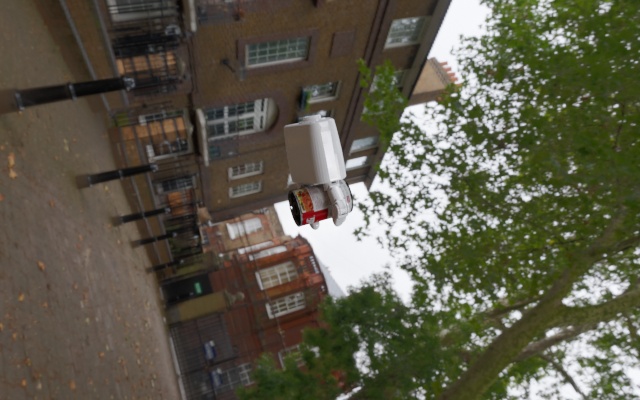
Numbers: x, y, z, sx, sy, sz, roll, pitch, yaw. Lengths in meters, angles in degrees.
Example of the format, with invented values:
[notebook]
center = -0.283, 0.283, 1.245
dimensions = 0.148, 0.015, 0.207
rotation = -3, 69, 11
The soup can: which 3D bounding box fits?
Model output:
[soup can]
center = 0.001, 0.003, 0.862
dimensions = 0.102, 0.068, 0.068
rotation = -14, 4, -18
